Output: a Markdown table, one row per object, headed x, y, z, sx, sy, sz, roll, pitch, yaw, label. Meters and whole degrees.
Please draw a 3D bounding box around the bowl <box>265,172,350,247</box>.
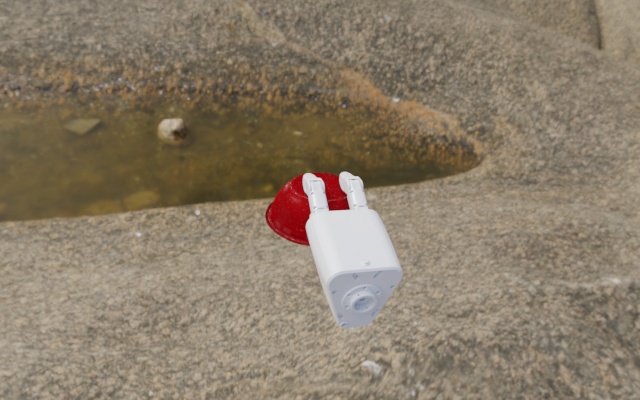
| x | y | z | sx | sy | sz | roll | pitch | yaw | label |
| --- | --- | --- | --- | --- | --- | --- | --- | --- | --- |
| 0.000 | 0.001 | 0.705 | 0.162 | 0.055 | 0.162 | 4 | 29 | -2 | bowl |
